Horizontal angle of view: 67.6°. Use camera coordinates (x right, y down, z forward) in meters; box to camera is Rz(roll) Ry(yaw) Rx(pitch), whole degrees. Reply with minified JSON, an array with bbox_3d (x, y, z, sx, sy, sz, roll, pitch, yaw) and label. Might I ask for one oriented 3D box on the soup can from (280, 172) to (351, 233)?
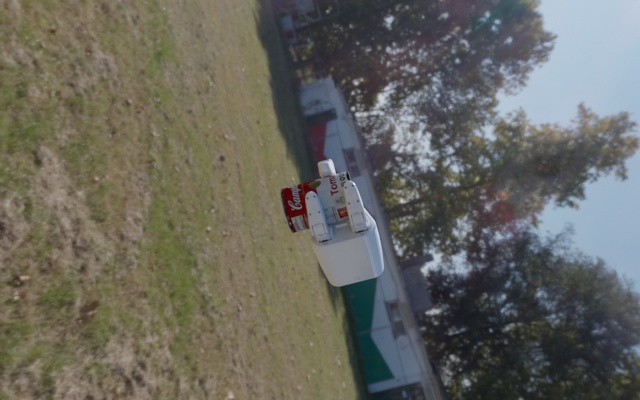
[{"bbox_3d":[0.000,0.002,0.696,0.102,0.068,0.068,-15,-1,5],"label":"soup can"}]
